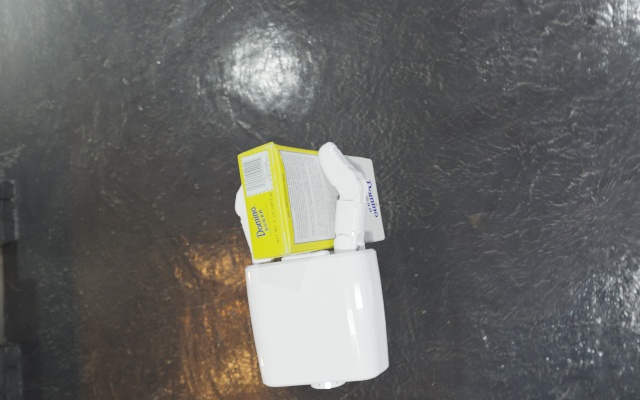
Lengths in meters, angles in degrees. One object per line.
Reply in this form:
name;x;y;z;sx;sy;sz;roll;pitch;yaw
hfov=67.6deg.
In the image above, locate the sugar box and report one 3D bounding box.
sugar box;0.000;0.002;0.460;0.048;0.093;0.176;-12;-7;30
